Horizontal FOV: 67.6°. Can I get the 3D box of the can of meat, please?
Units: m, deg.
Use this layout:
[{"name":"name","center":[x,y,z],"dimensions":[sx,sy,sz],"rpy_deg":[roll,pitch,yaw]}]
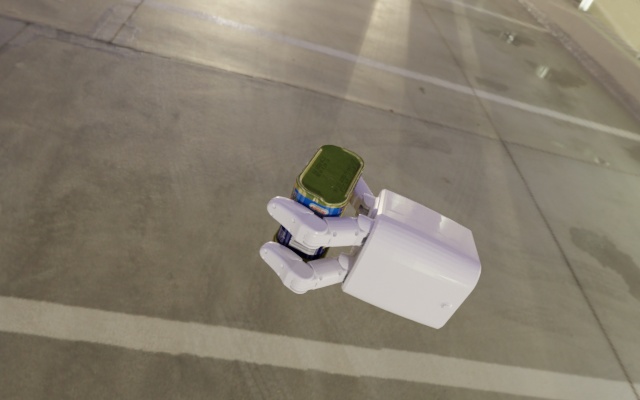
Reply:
[{"name":"can of meat","center":[0.000,0.001,0.486],"dimensions":[0.057,0.084,0.102],"rpy_deg":[26,39,4]}]
